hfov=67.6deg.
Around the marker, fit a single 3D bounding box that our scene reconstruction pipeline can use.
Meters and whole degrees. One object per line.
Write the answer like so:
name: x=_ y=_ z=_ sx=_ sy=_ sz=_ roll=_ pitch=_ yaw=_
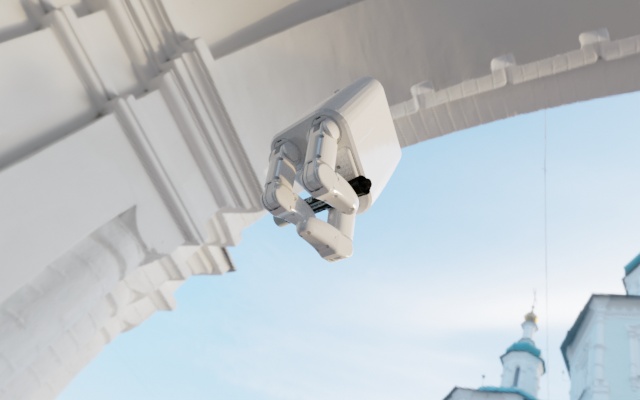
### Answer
marker: x=0.000 y=0.002 z=0.463 sx=0.121 sy=0.020 sz=0.020 roll=-22 pitch=-15 yaw=39
